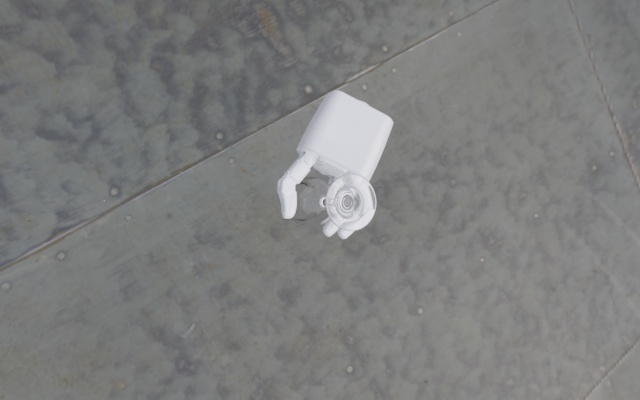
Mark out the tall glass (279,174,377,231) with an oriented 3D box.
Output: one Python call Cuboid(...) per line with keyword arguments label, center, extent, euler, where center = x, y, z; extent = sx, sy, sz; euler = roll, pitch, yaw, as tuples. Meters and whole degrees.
Cuboid(label="tall glass", center=(0.000, 0.002, 0.707), extent=(0.079, 0.079, 0.201), euler=(0, 0, -24))
